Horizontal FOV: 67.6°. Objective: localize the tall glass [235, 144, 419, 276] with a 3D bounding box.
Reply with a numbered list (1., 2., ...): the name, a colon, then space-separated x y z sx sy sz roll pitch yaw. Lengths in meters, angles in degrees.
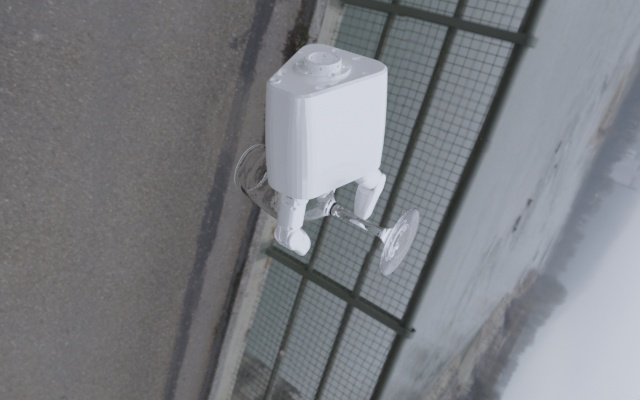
1. tall glass: 0.001 0.002 0.517 0.201 0.079 0.079 26 12 27
